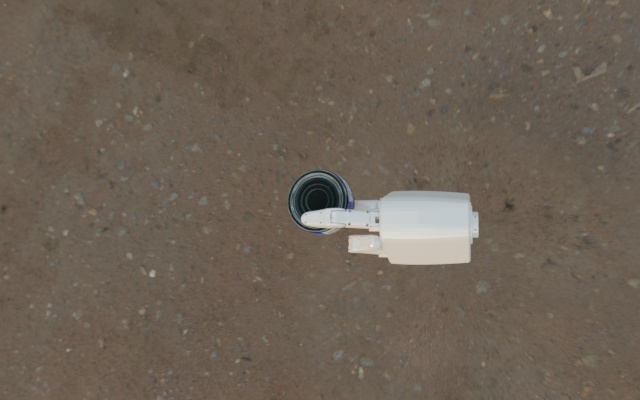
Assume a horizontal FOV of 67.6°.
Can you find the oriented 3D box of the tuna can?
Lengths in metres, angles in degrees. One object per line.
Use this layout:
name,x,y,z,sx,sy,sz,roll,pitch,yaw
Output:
tuna can,0.000,0.002,0.634,0.086,0.086,0.034,0,-7,20
